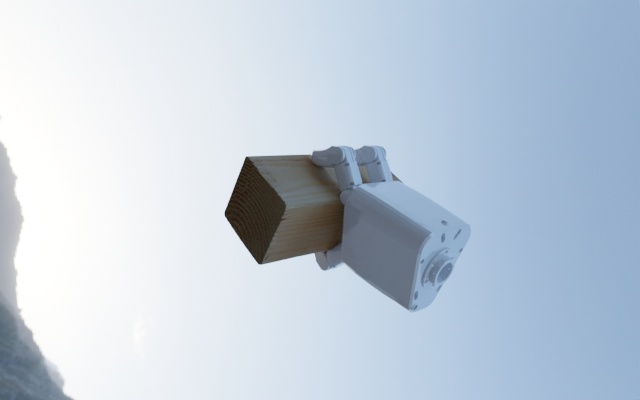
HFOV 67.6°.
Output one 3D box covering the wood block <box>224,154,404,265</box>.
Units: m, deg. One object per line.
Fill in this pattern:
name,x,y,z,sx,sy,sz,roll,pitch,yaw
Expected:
wood block,0.000,0.002,0.591,0.206,0.091,0.090,-7,44,-43
